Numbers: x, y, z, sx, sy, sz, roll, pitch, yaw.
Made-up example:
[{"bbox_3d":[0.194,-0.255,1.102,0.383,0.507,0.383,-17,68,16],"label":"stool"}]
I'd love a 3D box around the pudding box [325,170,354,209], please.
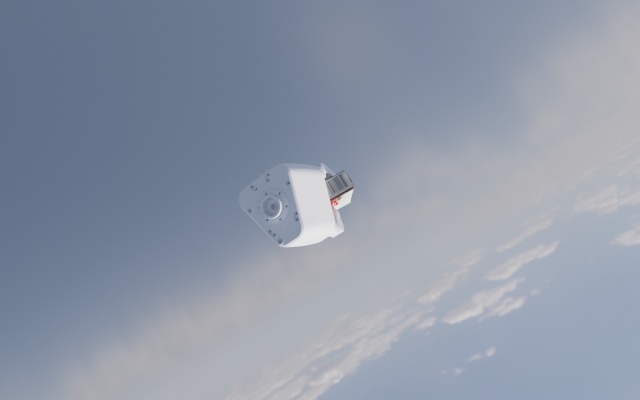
[{"bbox_3d":[0.000,0.003,0.810,0.113,0.039,0.090,-28,-13,-7],"label":"pudding box"}]
